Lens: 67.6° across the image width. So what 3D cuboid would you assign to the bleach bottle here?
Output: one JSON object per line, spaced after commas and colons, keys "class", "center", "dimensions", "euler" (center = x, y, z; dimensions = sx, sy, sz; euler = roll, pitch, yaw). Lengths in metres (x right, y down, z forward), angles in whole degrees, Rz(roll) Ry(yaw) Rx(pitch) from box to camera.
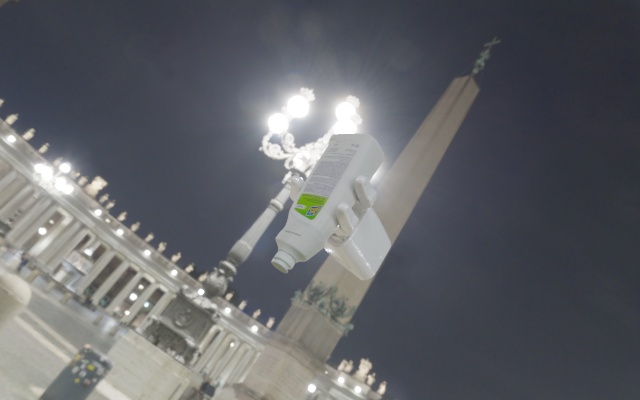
{"class": "bleach bottle", "center": [0.000, 0.002, 0.746], "dimensions": [0.102, 0.250, 0.068], "euler": [8, -36, 45]}
